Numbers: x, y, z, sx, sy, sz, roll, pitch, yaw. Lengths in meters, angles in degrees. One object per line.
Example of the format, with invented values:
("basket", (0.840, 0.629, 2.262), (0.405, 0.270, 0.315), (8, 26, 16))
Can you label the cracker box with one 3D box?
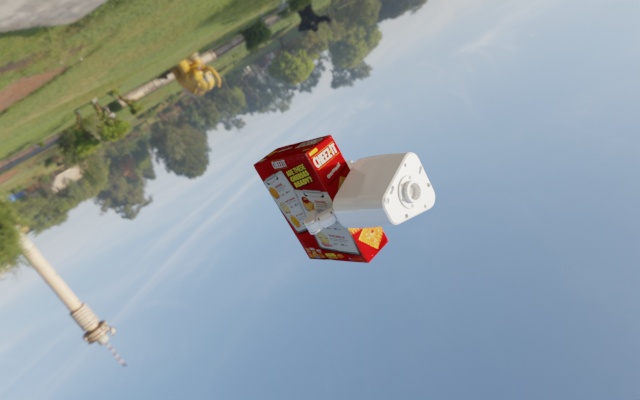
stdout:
("cracker box", (0.000, 0.003, 0.825), (0.072, 0.214, 0.164), (-41, 21, -32))
